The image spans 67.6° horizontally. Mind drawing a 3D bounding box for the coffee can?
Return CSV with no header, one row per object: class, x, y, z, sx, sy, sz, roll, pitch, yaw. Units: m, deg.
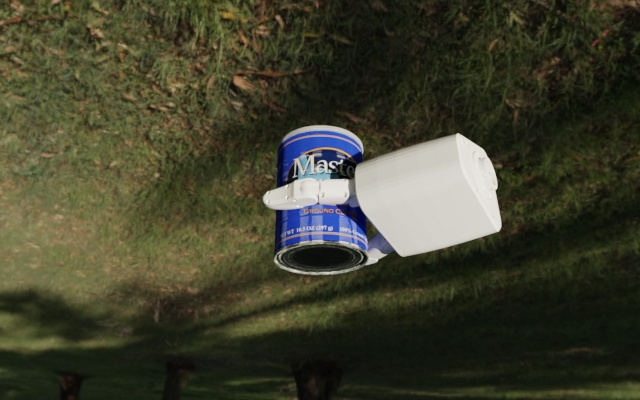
coffee can,0.000,0.002,0.540,0.103,0.140,0.103,-1,-26,0
